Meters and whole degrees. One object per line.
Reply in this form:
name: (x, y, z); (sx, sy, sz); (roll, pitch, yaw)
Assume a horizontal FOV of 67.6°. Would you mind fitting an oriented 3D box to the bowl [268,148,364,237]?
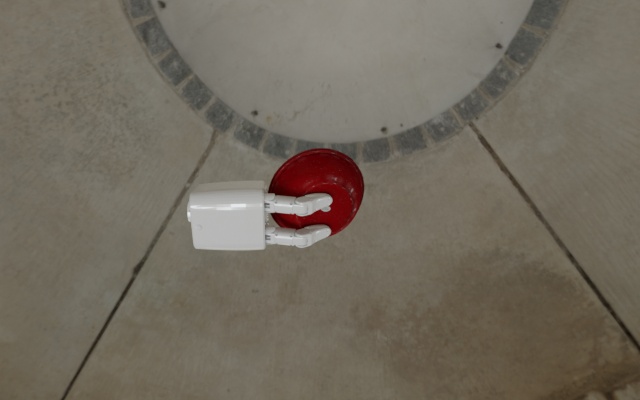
bowl: (0.001, 0.002, 0.750); (0.162, 0.162, 0.055); (0, 27, -16)
